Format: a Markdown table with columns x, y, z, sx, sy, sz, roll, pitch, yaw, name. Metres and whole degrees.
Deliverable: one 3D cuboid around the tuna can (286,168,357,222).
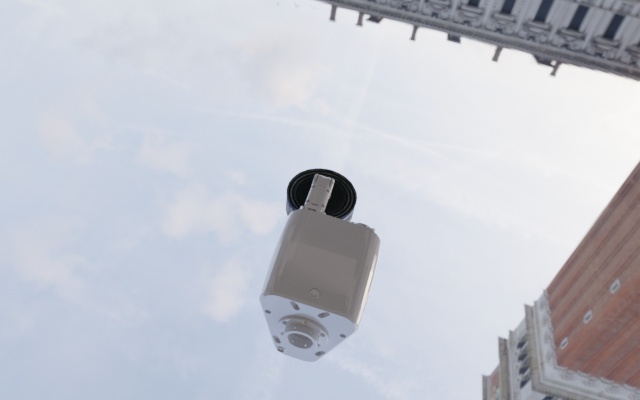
| x | y | z | sx | sy | sz | roll | pitch | yaw | name |
| --- | --- | --- | --- | --- | --- | --- | --- | --- | --- |
| 0.000 | 0.002 | 0.588 | 0.086 | 0.086 | 0.034 | 0 | -41 | -9 | tuna can |
